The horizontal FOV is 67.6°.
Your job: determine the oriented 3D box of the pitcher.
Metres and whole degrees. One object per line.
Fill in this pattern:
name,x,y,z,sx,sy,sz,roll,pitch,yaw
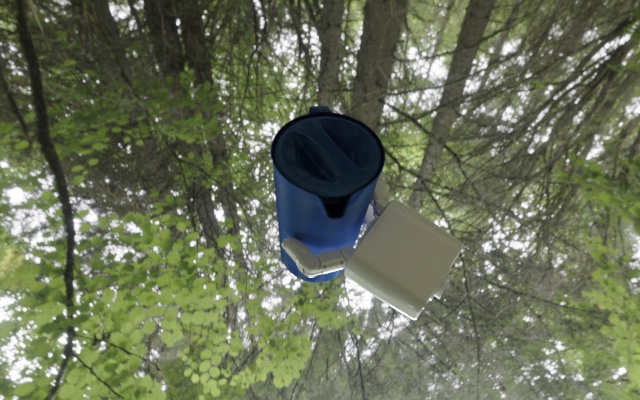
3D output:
pitcher,0.000,0.002,0.651,0.145,0.149,0.243,33,-33,18
